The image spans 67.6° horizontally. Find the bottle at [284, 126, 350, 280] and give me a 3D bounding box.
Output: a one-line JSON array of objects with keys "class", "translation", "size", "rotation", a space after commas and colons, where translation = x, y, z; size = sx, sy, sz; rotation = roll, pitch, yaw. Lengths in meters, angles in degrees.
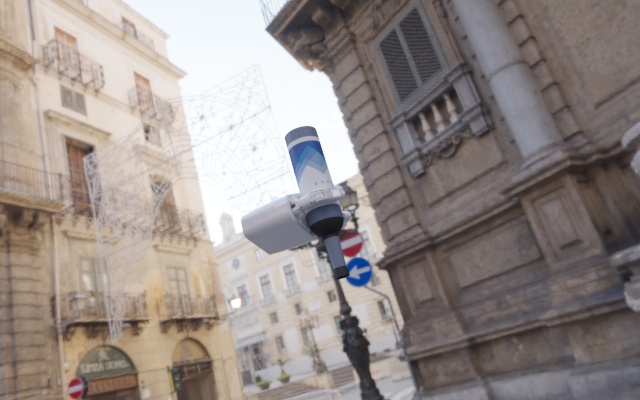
[{"class": "bottle", "translation": [0.000, 0.003, 0.894], "size": [0.069, 0.295, 0.069], "rotation": [-15, -19, -5]}]
